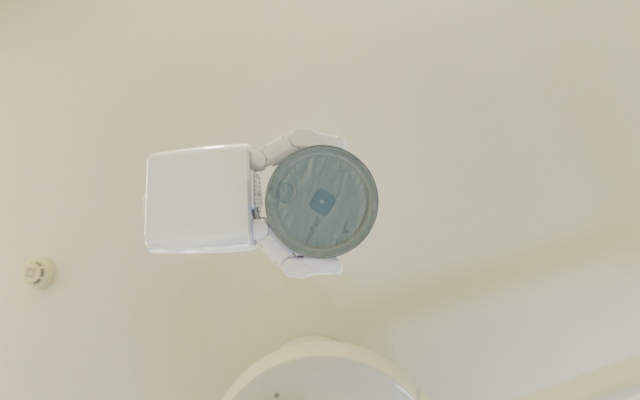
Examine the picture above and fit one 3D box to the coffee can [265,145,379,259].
[{"bbox_3d":[0.000,0.002,0.497,0.103,0.103,0.140,0,0,-1],"label":"coffee can"}]
